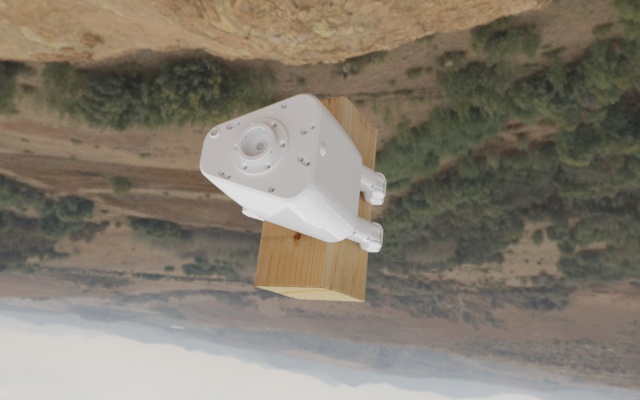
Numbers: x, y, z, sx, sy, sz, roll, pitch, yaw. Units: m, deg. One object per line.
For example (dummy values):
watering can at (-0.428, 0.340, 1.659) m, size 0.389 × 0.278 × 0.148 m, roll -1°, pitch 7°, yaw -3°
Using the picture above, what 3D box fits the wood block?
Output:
wood block at (0.000, 0.002, 0.535) m, size 0.091 × 0.206 × 0.090 m, roll -5°, pitch -21°, yaw 31°
